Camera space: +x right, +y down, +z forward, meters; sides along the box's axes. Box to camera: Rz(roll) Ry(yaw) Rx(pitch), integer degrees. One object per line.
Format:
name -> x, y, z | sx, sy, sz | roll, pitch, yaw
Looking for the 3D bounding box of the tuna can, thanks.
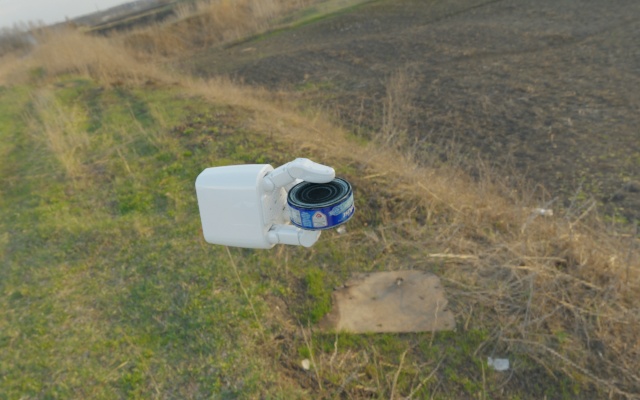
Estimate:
tuna can -> 0.000, 0.002, 0.611 | 0.086, 0.034, 0.086 | -7, 29, 4
